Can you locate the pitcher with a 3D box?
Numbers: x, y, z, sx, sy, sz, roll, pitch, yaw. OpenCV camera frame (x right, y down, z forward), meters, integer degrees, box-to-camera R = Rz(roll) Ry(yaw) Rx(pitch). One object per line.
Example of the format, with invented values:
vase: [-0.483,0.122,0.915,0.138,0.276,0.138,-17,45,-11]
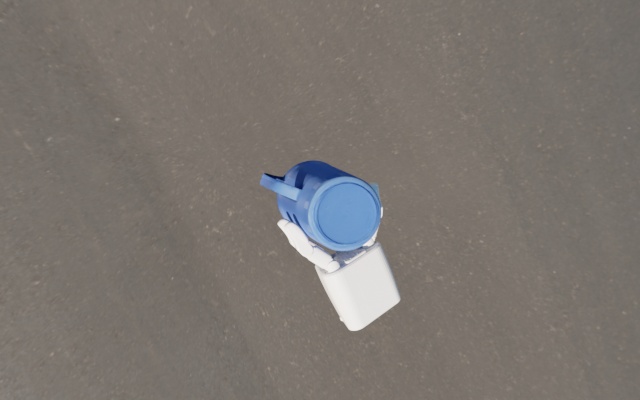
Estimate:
pitcher: [0.000,0.003,0.775,0.149,0.145,0.243,-24,11,-9]
